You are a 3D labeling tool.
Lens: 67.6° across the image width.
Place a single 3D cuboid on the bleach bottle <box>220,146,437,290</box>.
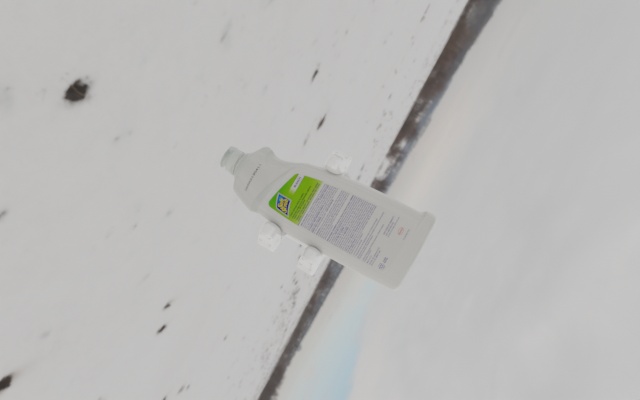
[{"bbox_3d":[0.000,0.002,0.559,0.251,0.102,0.068,30,-5,6],"label":"bleach bottle"}]
